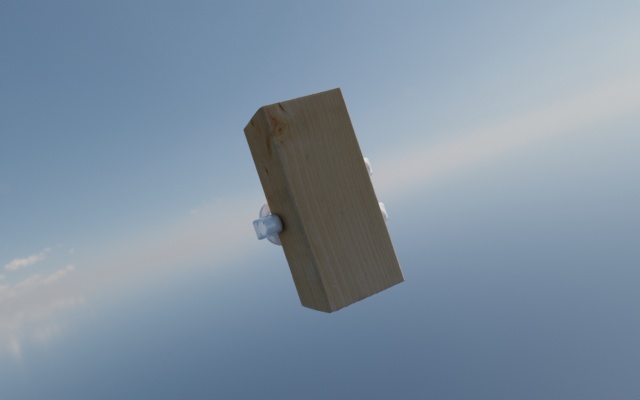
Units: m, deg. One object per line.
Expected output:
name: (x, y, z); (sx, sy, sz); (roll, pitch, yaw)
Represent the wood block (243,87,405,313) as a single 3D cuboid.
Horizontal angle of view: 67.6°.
wood block: (0.000, 0.002, 0.503); (0.091, 0.206, 0.090); (-19, 0, -22)
